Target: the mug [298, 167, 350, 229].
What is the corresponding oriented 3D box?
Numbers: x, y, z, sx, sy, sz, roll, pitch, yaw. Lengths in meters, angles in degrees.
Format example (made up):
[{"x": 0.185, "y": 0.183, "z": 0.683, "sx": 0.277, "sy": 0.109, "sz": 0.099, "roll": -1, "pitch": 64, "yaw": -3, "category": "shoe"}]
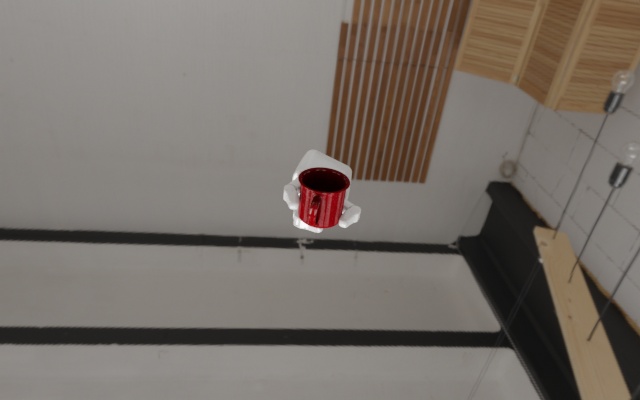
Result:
[{"x": 0.000, "y": 0.004, "z": 0.857, "sx": 0.093, "sy": 0.081, "sz": 0.117, "roll": 11, "pitch": 32, "yaw": 7, "category": "mug"}]
